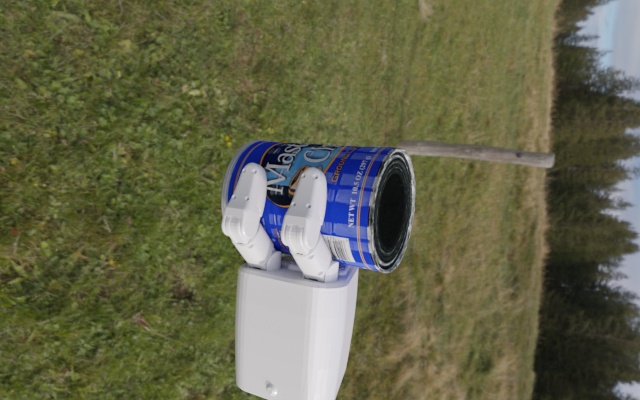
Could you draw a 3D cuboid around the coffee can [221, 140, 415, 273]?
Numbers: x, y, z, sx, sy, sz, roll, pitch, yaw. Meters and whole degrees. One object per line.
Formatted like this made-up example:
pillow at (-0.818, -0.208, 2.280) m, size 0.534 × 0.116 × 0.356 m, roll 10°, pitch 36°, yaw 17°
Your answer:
coffee can at (0.000, 0.001, 0.419) m, size 0.140 × 0.103 × 0.103 m, roll 7°, pitch 3°, yaw 28°
